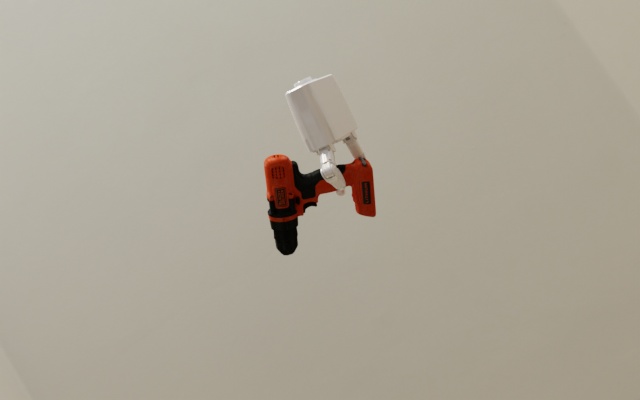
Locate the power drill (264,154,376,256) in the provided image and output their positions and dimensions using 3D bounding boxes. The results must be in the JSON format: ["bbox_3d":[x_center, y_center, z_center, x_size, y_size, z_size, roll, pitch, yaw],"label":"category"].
[{"bbox_3d":[0.001,0.002,0.835,0.187,0.184,0.057,-8,22,-6],"label":"power drill"}]
